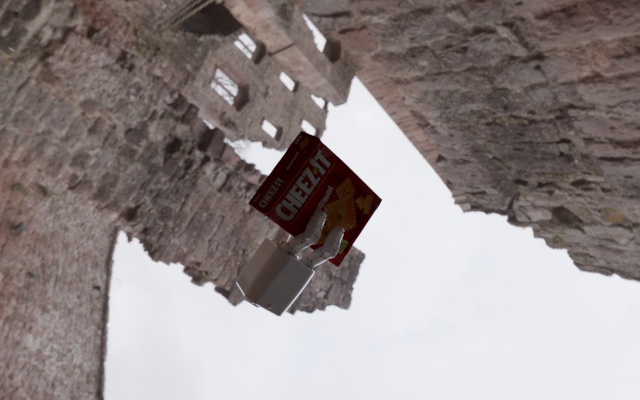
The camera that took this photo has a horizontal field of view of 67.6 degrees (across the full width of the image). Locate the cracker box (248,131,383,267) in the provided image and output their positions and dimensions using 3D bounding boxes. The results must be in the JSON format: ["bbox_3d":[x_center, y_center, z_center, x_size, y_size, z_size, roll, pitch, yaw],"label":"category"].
[{"bbox_3d":[0.000,0.003,0.888,0.214,0.164,0.072,40,-8,-38],"label":"cracker box"}]
